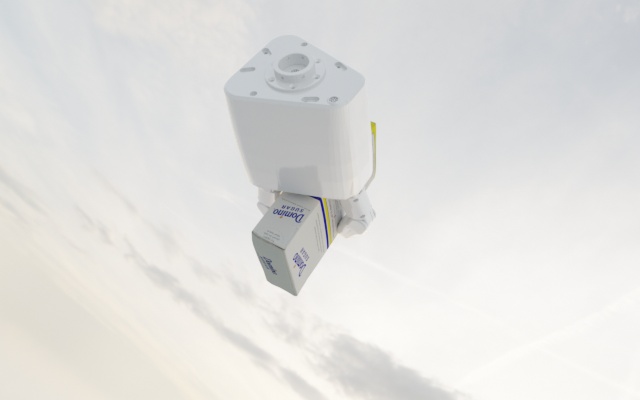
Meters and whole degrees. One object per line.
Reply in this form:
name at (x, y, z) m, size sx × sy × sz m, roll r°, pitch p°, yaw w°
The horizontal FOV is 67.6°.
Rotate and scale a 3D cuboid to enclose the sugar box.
sugar box at (0.000, 0.001, 0.494) m, size 0.048 × 0.176 × 0.093 m, roll 25°, pitch -32°, yaw 23°
